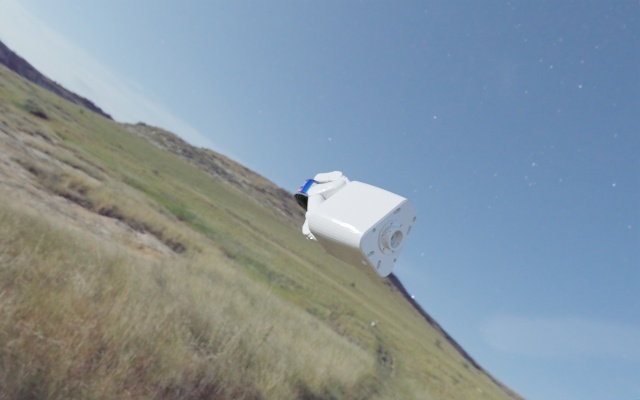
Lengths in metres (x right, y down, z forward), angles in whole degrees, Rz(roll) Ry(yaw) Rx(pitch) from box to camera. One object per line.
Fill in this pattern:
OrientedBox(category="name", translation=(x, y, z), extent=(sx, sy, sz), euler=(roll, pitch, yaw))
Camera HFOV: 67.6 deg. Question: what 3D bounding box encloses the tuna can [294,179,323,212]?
OrientedBox(category="tuna can", translation=(0.000, 0.002, 0.797), extent=(0.086, 0.033, 0.086), euler=(32, -17, 11))
